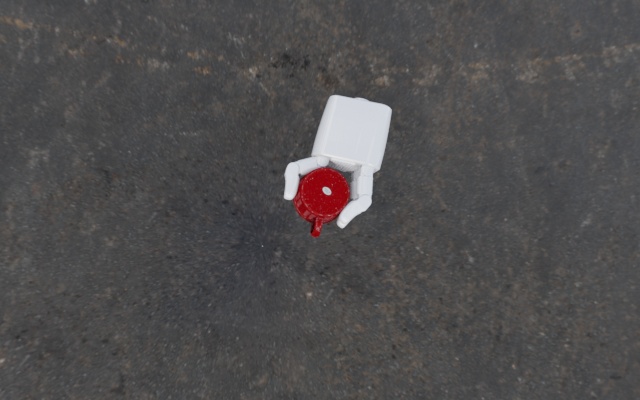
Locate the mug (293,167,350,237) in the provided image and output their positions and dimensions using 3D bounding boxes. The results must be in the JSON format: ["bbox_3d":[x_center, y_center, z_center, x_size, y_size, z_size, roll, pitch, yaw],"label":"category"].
[{"bbox_3d":[0.000,0.004,0.791,0.093,0.117,0.081,13,-8,-6],"label":"mug"}]
